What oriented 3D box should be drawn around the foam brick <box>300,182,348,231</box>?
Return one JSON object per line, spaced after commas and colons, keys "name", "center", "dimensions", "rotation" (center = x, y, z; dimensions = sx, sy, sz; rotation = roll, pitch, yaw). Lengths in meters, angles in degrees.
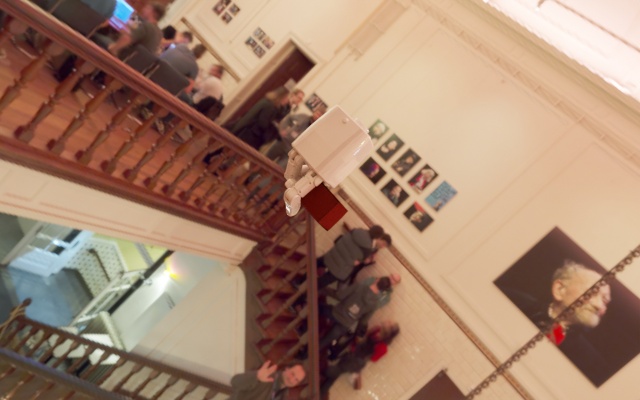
{"name": "foam brick", "center": [0.000, 0.003, 0.818], "dimensions": [0.051, 0.078, 0.053], "rotation": [-42, -27, 1]}
